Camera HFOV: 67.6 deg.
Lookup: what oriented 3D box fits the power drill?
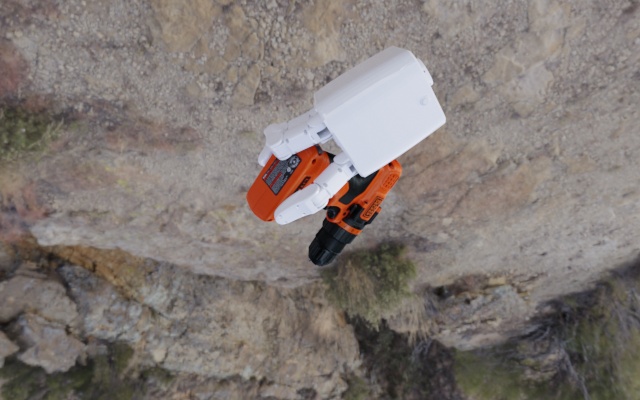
[{"bbox_3d":[0.000,0.002,0.598,0.188,0.184,0.057,17,22,-51],"label":"power drill"}]
